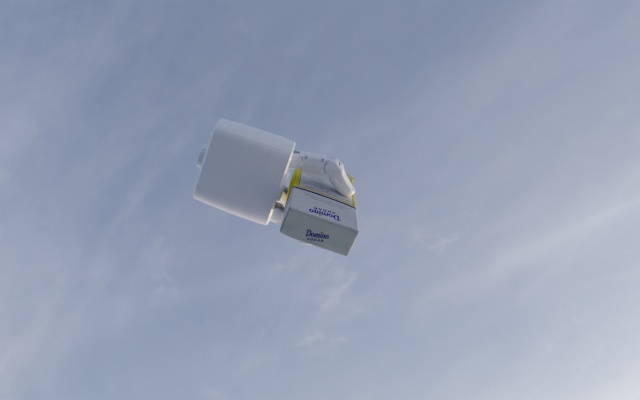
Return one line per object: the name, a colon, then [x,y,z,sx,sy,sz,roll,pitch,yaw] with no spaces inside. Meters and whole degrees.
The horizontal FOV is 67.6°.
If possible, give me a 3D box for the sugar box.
sugar box: [0.000,0.003,0.655,0.093,0.048,0.176,20,27,-7]
